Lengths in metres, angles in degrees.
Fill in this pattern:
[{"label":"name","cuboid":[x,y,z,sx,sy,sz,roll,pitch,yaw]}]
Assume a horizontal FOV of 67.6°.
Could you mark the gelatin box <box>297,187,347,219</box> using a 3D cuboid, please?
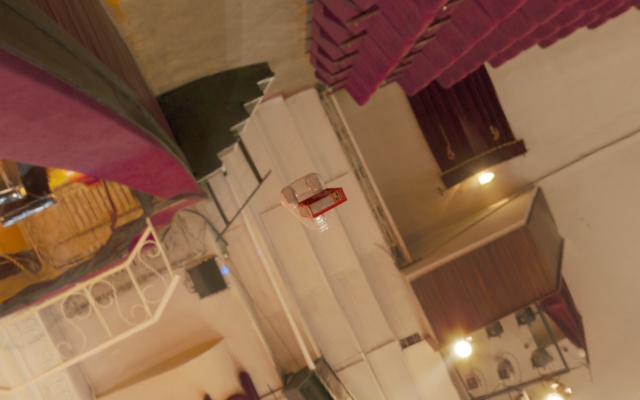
[{"label":"gelatin box","cuboid":[0.000,0.003,0.889,0.073,0.030,0.089,-27,9,-15]}]
